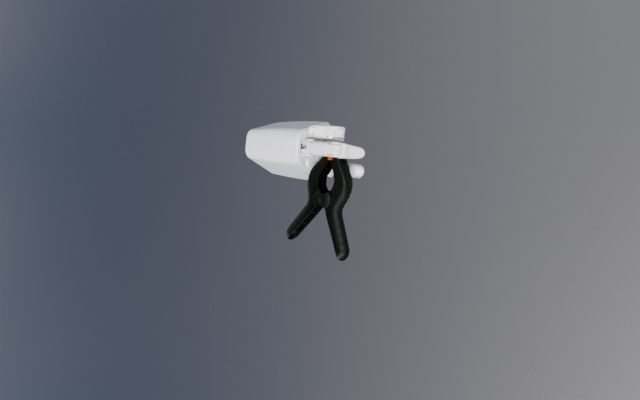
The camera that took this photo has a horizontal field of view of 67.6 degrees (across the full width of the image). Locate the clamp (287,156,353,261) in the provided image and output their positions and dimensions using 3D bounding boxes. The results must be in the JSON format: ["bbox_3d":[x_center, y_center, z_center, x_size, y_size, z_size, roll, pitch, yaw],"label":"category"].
[{"bbox_3d":[0.000,0.002,0.759,0.120,0.171,0.039,8,3,30],"label":"clamp"}]
